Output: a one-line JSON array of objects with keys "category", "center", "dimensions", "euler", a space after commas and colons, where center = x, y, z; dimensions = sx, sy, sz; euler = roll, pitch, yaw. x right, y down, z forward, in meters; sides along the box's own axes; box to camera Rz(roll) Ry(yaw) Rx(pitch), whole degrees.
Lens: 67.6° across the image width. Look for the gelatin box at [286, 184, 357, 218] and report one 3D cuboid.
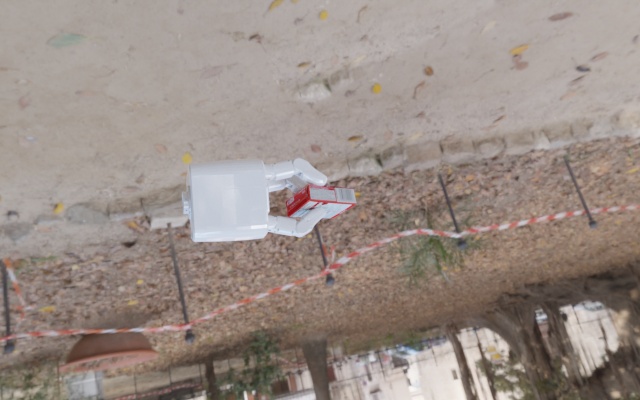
[{"category": "gelatin box", "center": [0.000, 0.003, 0.757], "dimensions": [0.089, 0.030, 0.073], "euler": [5, -23, -30]}]
